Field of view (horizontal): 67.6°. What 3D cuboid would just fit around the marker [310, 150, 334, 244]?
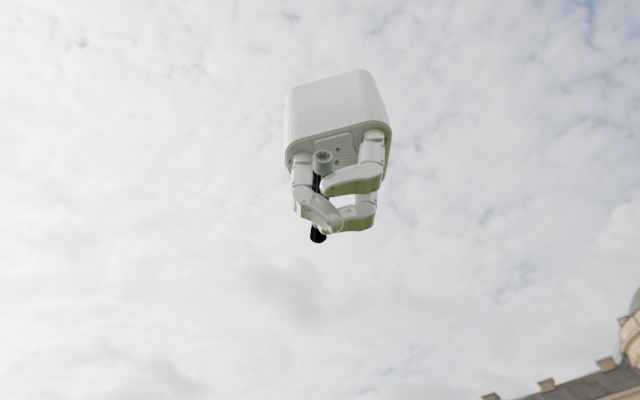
[{"bbox_3d":[0.000,0.002,0.474,0.020,0.020,0.121,0,-43,-3],"label":"marker"}]
